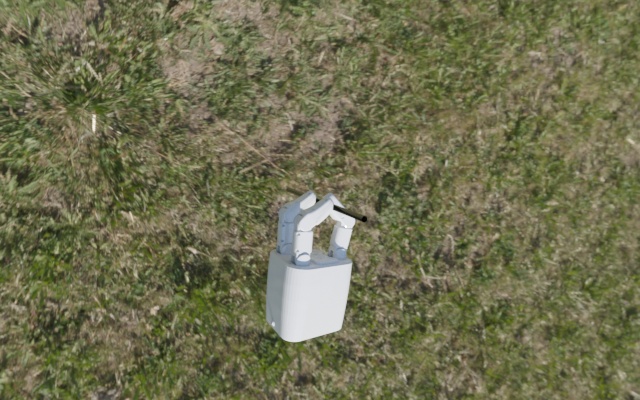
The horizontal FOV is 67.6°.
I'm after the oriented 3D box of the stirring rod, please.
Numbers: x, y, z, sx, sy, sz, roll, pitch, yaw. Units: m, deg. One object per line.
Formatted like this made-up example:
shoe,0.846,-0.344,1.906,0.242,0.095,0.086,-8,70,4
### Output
stirring rod,0.000,0.002,0.680,0.011,0.011,0.239,0,10,-26
